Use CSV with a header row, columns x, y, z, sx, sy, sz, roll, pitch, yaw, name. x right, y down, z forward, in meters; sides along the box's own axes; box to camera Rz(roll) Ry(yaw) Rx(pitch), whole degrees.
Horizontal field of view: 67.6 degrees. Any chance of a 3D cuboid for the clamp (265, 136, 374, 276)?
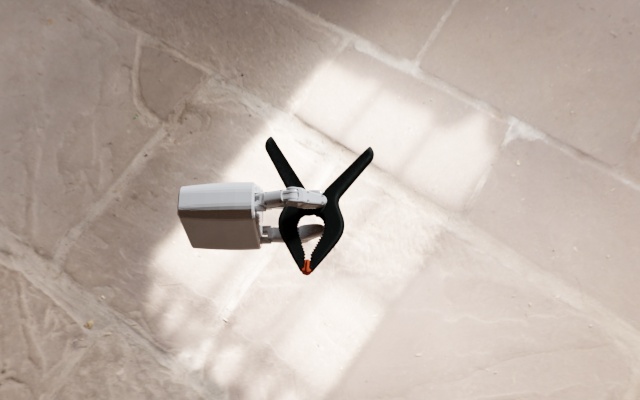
x,y,z,sx,sy,sz,roll,pitch,yaw,name
0.000,0.003,0.693,0.164,0.210,0.036,-1,-19,-1,clamp
